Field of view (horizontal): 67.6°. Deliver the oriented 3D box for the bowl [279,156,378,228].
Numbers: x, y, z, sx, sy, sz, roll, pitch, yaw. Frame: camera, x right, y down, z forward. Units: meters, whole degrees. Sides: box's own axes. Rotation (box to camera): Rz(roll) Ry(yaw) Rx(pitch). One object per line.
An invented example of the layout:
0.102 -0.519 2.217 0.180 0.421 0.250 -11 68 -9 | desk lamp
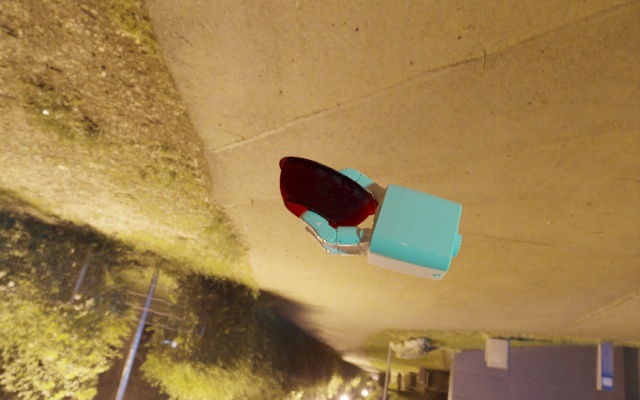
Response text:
-0.001 0.002 0.692 0.162 0.055 0.162 25 -15 7 | bowl
